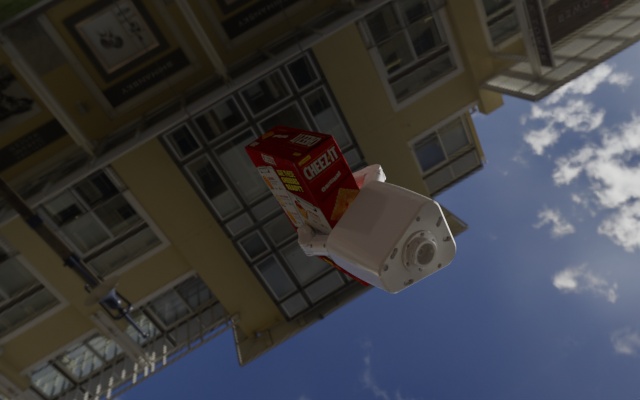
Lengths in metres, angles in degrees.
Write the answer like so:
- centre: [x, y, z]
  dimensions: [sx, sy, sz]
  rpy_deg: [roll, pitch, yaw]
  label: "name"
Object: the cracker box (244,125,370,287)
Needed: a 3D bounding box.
- centre: [0.000, 0.002, 0.679]
  dimensions: [0.072, 0.214, 0.164]
  rpy_deg: [-39, 28, -17]
  label: "cracker box"
